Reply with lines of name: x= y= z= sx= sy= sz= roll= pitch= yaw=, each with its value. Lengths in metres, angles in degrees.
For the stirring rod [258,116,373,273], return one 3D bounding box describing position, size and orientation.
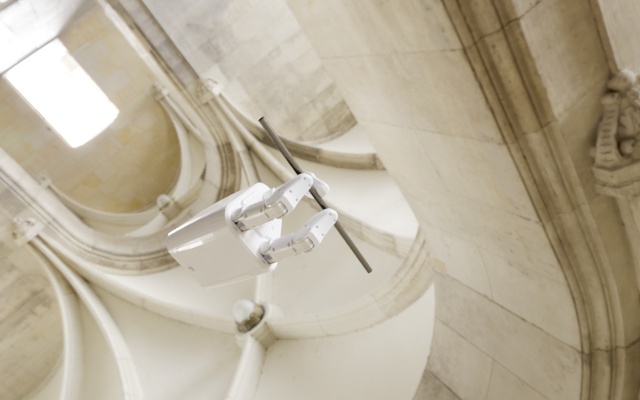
stirring rod: x=0.000 y=0.002 z=0.556 sx=0.011 sy=0.240 sz=0.011 roll=-28 pitch=27 yaw=15
